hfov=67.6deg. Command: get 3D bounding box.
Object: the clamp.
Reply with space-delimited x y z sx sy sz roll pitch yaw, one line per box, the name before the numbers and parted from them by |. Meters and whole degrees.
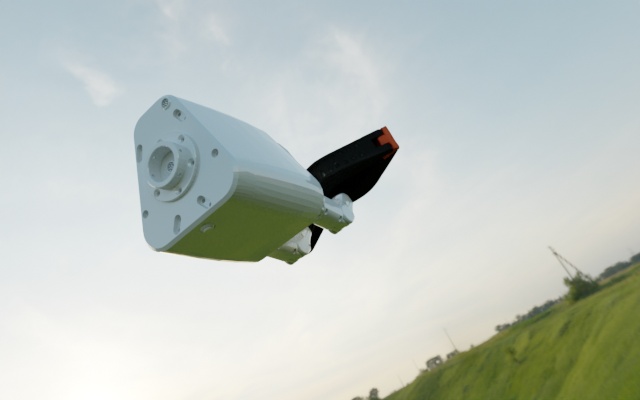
clamp | 0.000 0.001 0.506 0.210 0.036 0.164 -37 -24 20
